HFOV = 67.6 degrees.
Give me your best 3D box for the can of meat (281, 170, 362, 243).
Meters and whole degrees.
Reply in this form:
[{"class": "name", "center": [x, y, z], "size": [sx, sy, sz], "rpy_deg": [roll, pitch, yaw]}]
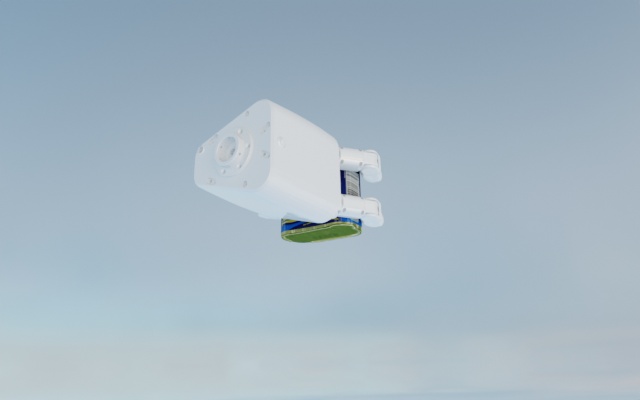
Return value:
[{"class": "can of meat", "center": [0.000, 0.002, 0.568], "size": [0.102, 0.084, 0.057], "rpy_deg": [-12, -22, 30]}]
